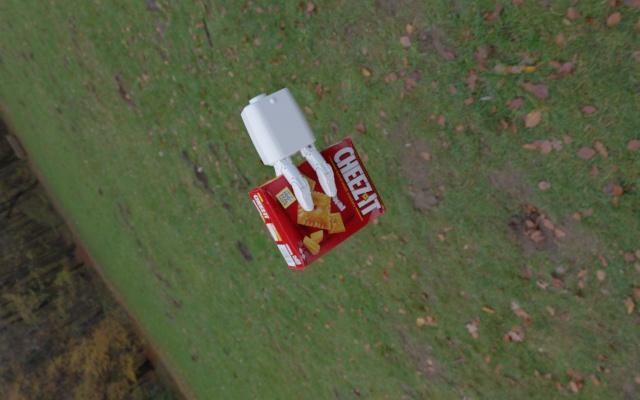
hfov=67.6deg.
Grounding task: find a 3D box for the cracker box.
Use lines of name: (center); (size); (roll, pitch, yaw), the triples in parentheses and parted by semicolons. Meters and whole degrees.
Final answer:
cracker box: (0.000, 0.003, 0.890); (0.213, 0.164, 0.072); (-32, 9, -27)
